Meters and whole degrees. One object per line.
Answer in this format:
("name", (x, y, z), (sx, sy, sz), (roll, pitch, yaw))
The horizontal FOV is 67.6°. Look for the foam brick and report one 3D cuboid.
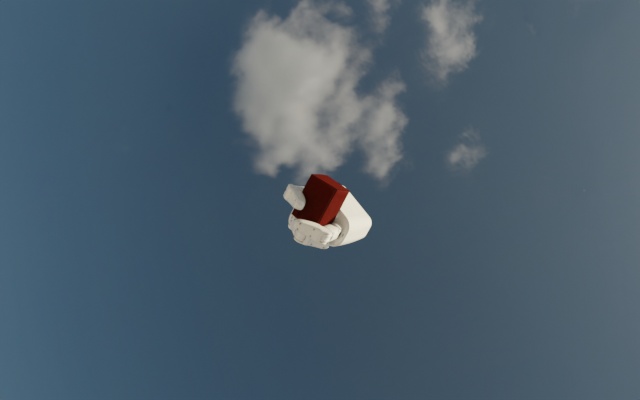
("foam brick", (0.000, 0.002, 0.768), (0.053, 0.078, 0.051), (35, 18, 24))
